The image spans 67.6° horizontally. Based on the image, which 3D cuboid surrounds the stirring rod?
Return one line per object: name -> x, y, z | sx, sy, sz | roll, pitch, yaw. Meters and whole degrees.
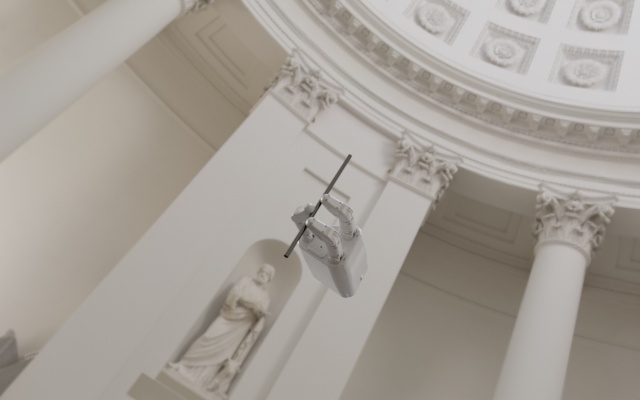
stirring rod -> 0.000, 0.003, 0.814 | 0.011, 0.239, 0.011 | 22, -34, 16
